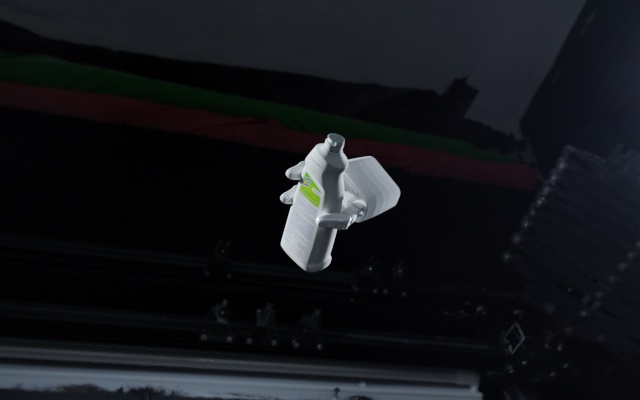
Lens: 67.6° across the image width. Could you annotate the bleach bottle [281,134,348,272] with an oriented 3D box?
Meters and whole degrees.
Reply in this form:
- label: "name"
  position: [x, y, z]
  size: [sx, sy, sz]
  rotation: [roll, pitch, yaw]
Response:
- label: "bleach bottle"
  position: [0.000, 0.003, 0.841]
  size: [0.068, 0.251, 0.102]
  rotation: [-20, 49, -42]
